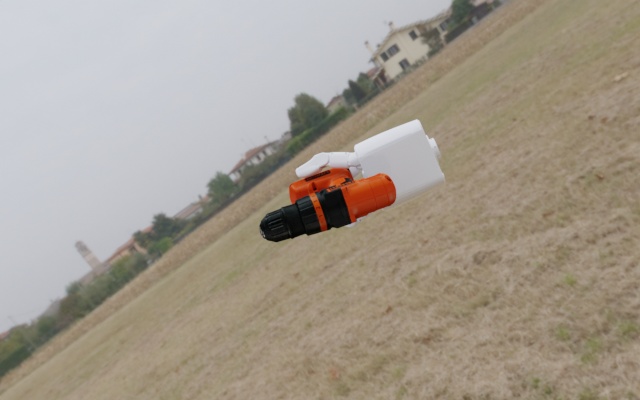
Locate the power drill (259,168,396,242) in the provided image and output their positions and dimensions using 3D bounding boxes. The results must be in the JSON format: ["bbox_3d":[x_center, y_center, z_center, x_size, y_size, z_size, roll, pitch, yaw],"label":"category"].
[{"bbox_3d":[0.000,0.002,0.687,0.184,0.057,0.187,-17,12,-6],"label":"power drill"}]
